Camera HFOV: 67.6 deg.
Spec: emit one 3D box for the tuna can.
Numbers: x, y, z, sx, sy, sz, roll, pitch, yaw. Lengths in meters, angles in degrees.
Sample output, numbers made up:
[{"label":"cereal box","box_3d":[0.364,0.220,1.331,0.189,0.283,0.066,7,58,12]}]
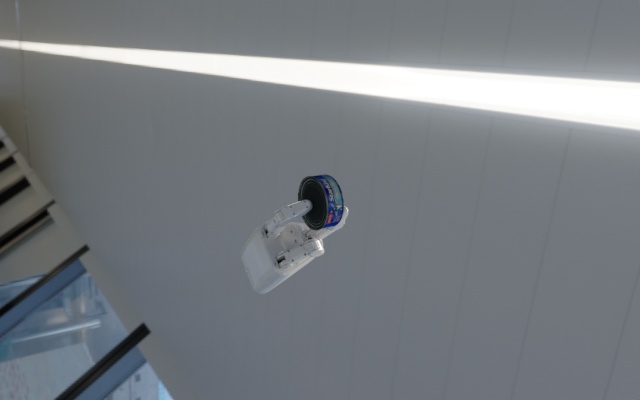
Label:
[{"label":"tuna can","box_3d":[0.001,0.002,0.748,0.034,0.086,0.086,-9,5,-31]}]
